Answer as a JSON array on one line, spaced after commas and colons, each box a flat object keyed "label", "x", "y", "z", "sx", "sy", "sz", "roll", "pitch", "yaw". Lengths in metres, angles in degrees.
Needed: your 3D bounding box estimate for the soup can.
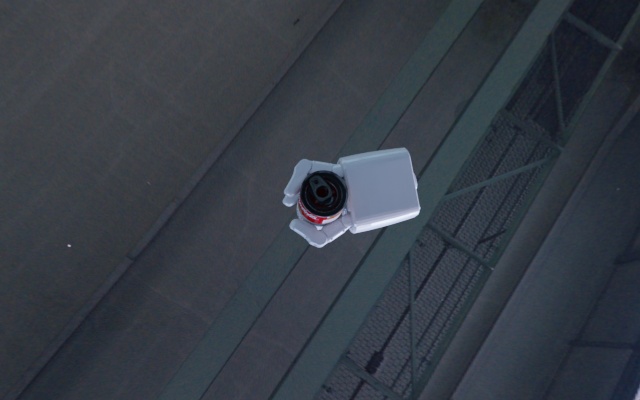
[{"label": "soup can", "x": 0.000, "y": 0.003, "z": 0.709, "sx": 0.068, "sy": 0.068, "sz": 0.102, "roll": 0, "pitch": -14, "yaw": -6}]
